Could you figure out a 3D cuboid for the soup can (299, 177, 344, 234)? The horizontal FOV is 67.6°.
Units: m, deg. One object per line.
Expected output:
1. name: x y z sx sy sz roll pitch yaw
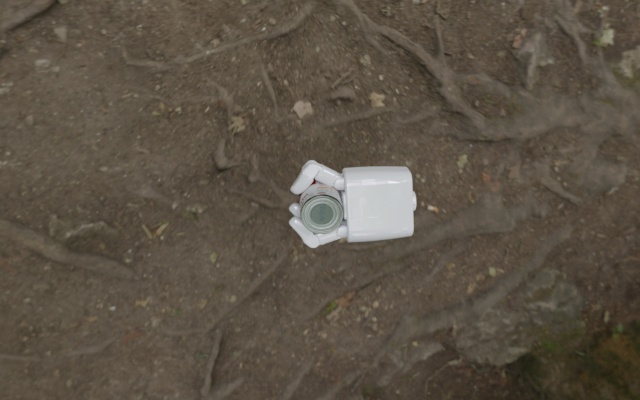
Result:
1. soup can: 0.000 0.003 0.765 0.068 0.068 0.102 0 24 -3
